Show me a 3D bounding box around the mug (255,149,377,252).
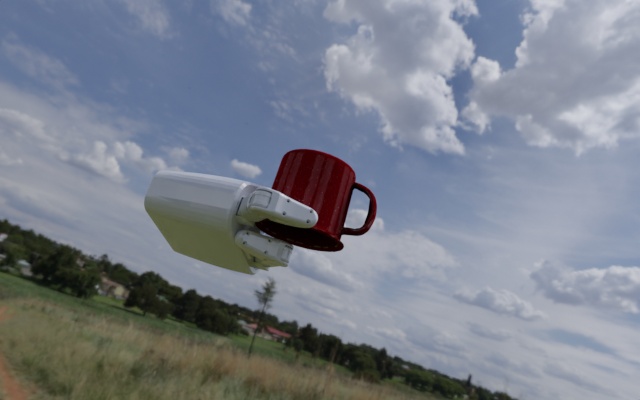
[{"bbox_3d":[0.001,0.002,0.489,0.117,0.081,0.093,10,-19,18],"label":"mug"}]
